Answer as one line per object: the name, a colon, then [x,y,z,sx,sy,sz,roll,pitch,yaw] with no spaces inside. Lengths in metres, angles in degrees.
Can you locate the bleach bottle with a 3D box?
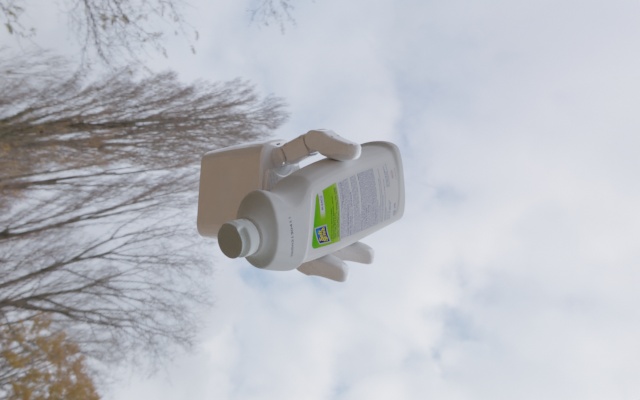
bleach bottle: [0.000,0.002,0.474,0.068,0.102,0.251,-2,9,36]
